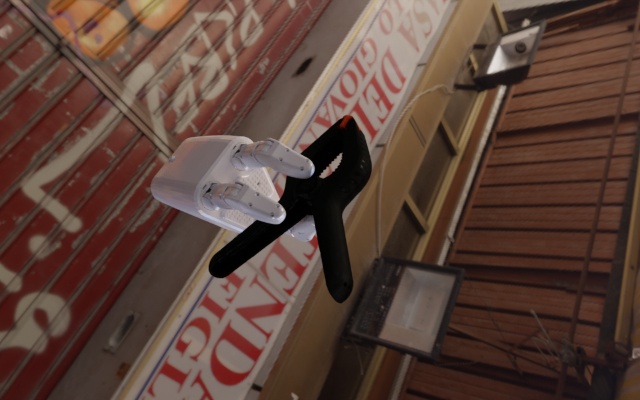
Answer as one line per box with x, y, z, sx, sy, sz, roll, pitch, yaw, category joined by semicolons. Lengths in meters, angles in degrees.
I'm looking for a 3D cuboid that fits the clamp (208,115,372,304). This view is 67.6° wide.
0.001;0.002;0.458;0.164;0.210;0.036;11;-32;42;clamp
